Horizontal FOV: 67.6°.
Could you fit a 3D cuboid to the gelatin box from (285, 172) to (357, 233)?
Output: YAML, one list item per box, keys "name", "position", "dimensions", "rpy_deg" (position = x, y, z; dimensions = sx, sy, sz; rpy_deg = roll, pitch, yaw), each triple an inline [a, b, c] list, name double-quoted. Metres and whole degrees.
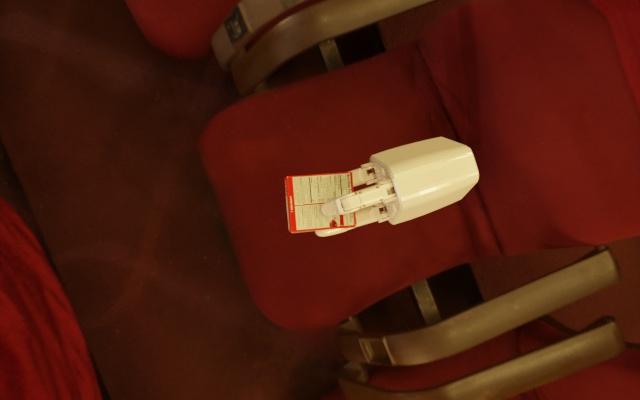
- name: "gelatin box"
  position: [0.000, 0.002, 0.627]
  dimensions: [0.089, 0.073, 0.030]
  rpy_deg: [-5, 0, -9]
